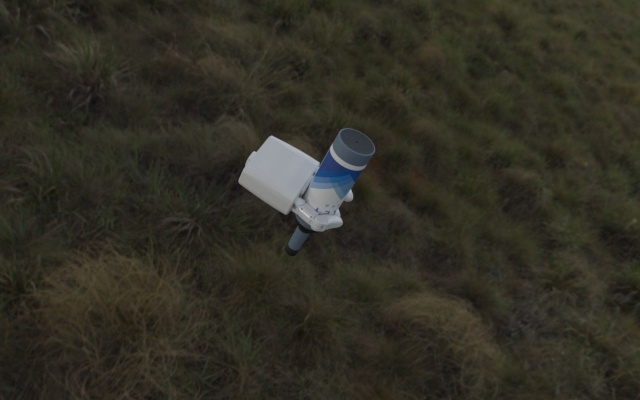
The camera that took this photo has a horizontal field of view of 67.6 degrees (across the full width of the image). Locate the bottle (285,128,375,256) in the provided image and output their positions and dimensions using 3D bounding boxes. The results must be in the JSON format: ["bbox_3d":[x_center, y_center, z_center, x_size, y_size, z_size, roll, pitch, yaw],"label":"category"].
[{"bbox_3d":[0.000,0.003,0.866,0.069,0.069,0.296,0,-42,-33],"label":"bottle"}]
